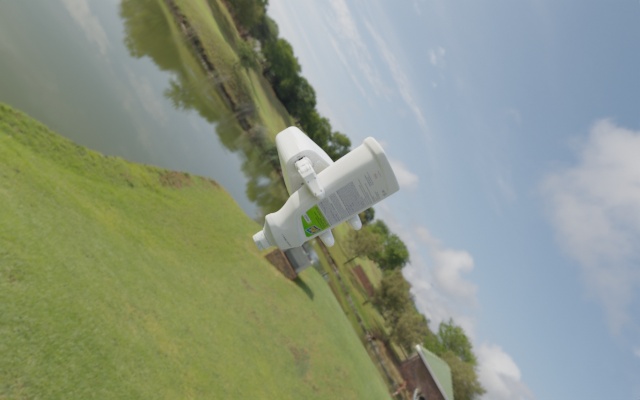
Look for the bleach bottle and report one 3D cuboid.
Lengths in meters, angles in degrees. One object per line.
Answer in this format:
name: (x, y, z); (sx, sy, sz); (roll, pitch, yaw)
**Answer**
bleach bottle: (0.000, 0.003, 0.782); (0.251, 0.103, 0.068); (-30, 36, 1)
